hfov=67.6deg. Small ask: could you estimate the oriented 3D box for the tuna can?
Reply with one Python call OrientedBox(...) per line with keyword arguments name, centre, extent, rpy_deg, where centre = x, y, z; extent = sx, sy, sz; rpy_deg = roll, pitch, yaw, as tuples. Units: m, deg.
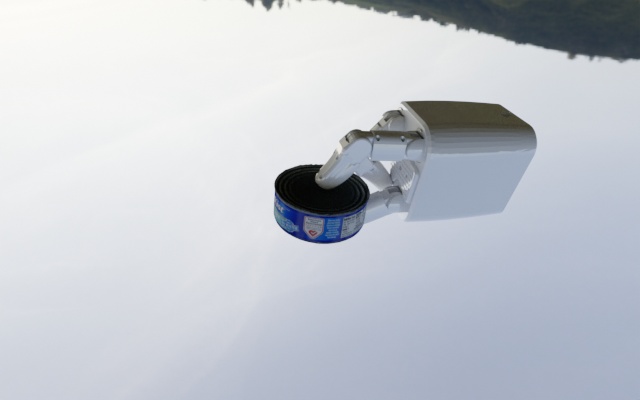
OrientedBox(name="tuna can", centre=(0.000, 0.002, 0.434), extent=(0.086, 0.034, 0.086), rpy_deg=(5, 33, -3))
